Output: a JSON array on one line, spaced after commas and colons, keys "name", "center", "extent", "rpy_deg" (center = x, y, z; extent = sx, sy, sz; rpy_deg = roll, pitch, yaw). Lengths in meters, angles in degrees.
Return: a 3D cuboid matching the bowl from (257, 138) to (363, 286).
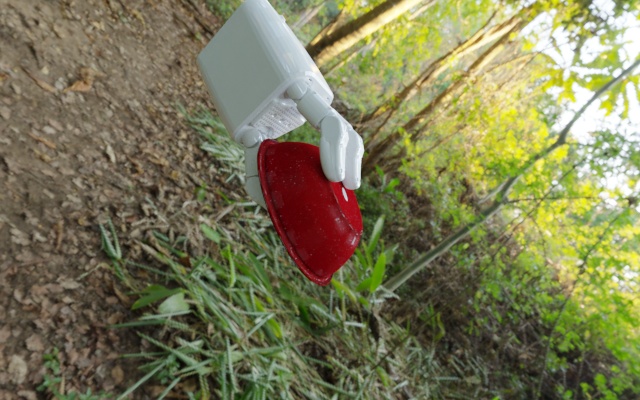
[{"name": "bowl", "center": [0.001, 0.003, 0.486], "extent": [0.055, 0.162, 0.162], "rpy_deg": [-22, -6, 15]}]
